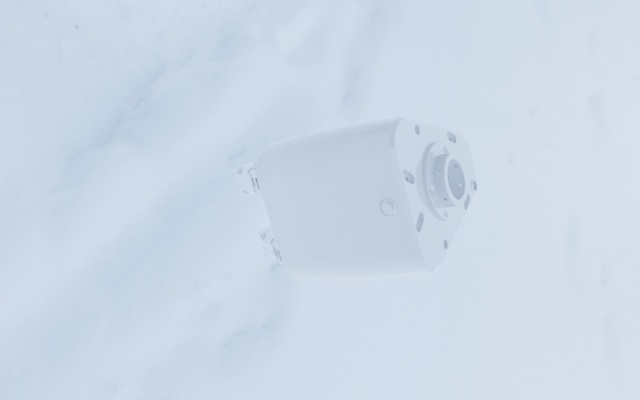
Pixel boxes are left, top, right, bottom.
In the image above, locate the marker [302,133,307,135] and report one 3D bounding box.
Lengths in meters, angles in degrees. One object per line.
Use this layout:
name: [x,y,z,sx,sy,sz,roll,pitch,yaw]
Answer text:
marker: [0.000,0.001,0.417,0.020,0.121,0.020,-16,10,3]
